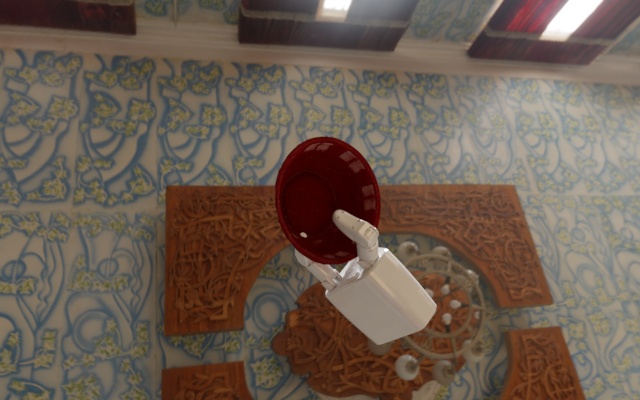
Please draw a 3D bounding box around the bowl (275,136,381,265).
[{"bbox_3d":[-0.001,0.001,0.617,0.162,0.162,0.055,0,-6,-34],"label":"bowl"}]
